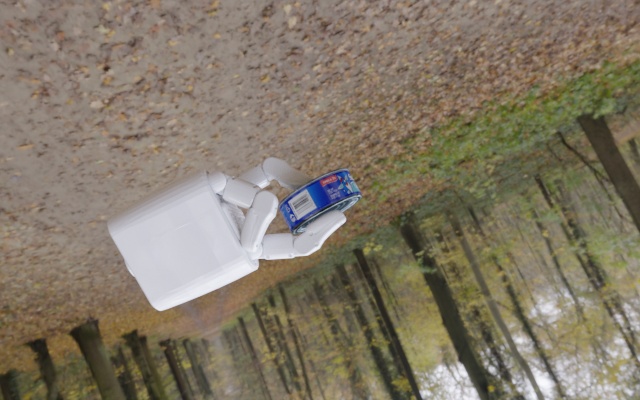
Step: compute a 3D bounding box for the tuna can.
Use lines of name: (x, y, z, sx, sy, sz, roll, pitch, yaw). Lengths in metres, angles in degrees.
tuna can: (0.000, 0.002, 0.508, 0.086, 0.033, 0.086, -28, -10, -5)
